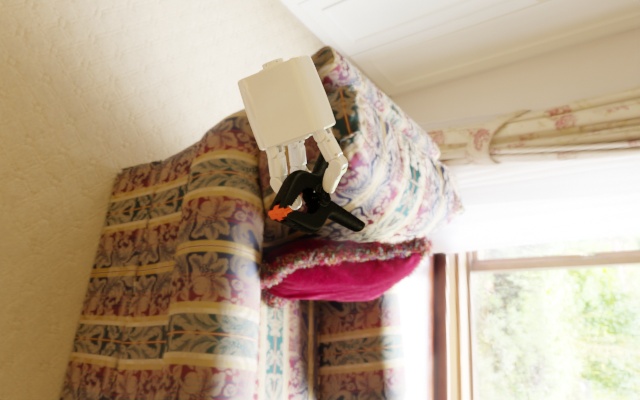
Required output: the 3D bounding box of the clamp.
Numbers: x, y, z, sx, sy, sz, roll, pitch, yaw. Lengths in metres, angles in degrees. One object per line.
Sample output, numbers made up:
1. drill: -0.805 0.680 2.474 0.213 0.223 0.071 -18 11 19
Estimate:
1. clamp: 0.000 0.002 0.731 0.036 0.164 0.210 -15 12 35
